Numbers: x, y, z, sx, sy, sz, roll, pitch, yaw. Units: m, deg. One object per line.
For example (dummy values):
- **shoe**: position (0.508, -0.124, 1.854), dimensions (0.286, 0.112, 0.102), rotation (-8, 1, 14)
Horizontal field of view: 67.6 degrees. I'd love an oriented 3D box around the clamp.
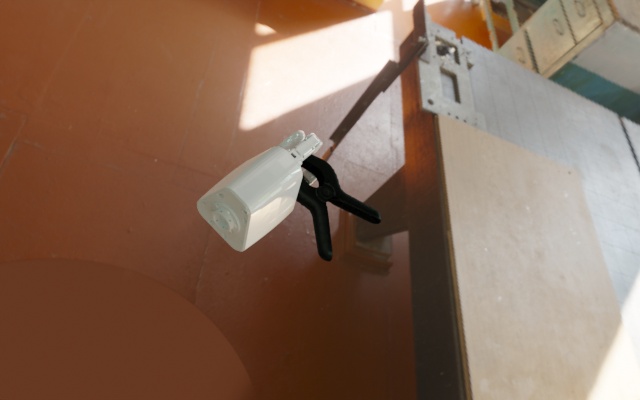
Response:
- **clamp**: position (0.000, 0.002, 0.700), dimensions (0.120, 0.171, 0.039), rotation (-44, -1, -37)
